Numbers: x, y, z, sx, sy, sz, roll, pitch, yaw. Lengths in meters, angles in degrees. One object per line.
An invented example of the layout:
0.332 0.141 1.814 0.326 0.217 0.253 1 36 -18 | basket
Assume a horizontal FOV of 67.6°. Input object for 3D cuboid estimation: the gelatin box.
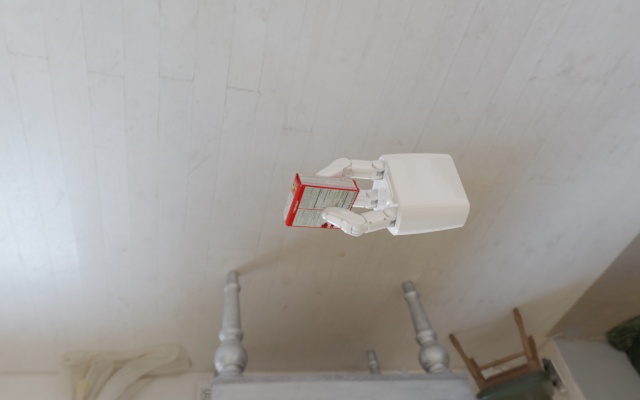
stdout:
0.000 0.002 0.657 0.089 0.073 0.030 4 39 -23 | gelatin box
